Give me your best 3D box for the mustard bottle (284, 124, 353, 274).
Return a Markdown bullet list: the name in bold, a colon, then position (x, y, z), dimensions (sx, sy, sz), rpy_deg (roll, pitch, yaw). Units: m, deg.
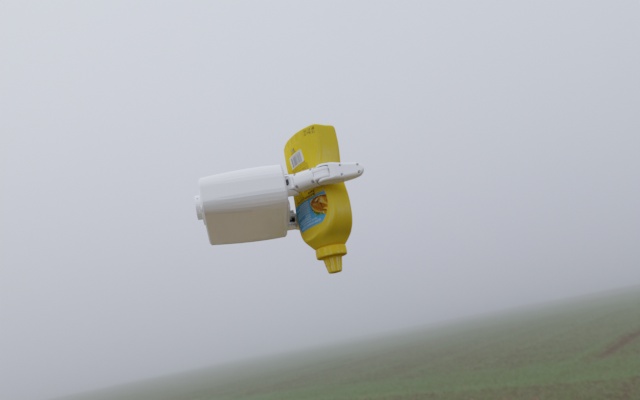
- **mustard bottle**: position (0.000, 0.002, 0.637), dimensions (0.058, 0.191, 0.096), rpy_deg (0, -19, -34)
